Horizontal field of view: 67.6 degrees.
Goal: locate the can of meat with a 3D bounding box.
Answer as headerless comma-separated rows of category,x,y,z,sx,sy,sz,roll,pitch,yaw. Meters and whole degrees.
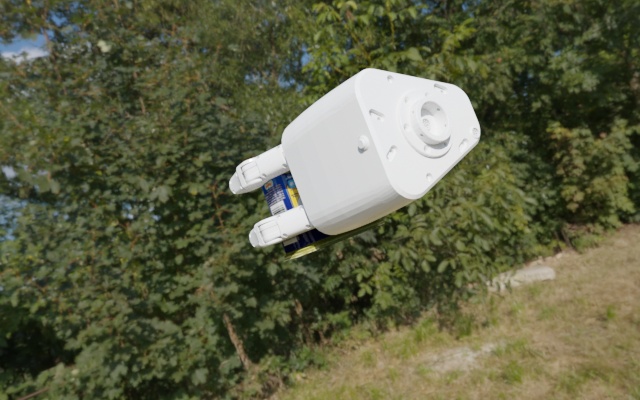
can of meat,0.000,0.001,0.461,0.102,0.084,0.057,-18,-4,-29
